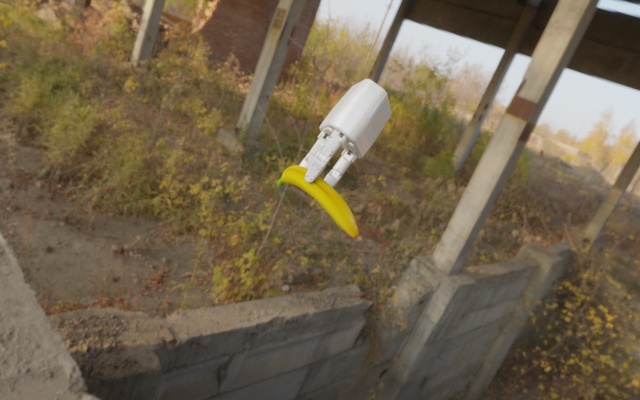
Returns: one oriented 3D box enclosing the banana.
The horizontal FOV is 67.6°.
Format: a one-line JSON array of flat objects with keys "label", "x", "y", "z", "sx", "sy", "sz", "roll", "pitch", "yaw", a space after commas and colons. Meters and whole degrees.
[{"label": "banana", "x": -0.003, "y": -0.011, "z": 0.847, "sx": 0.037, "sy": 0.070, "sz": 0.197, "roll": -39, "pitch": 58, "yaw": -24}]
